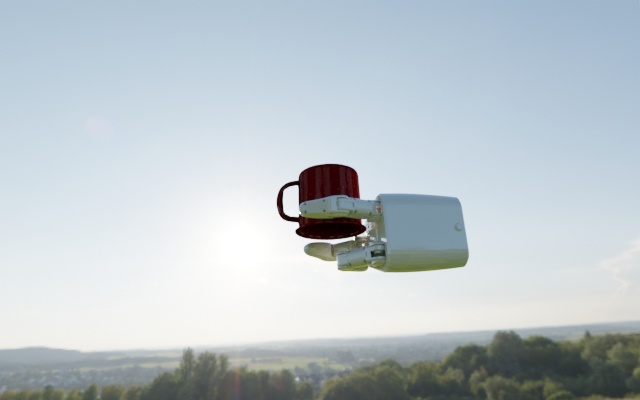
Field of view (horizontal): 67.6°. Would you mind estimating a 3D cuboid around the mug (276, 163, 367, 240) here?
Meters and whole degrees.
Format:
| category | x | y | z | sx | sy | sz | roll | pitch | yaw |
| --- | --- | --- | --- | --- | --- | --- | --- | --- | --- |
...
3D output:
| category | x | y | z | sx | sy | sz | roll | pitch | yaw |
| --- | --- | --- | --- | --- | --- | --- | --- | --- | --- |
| mug | -0.001 | 0.002 | 0.627 | 0.117 | 0.081 | 0.093 | 1 | -18 | -11 |
